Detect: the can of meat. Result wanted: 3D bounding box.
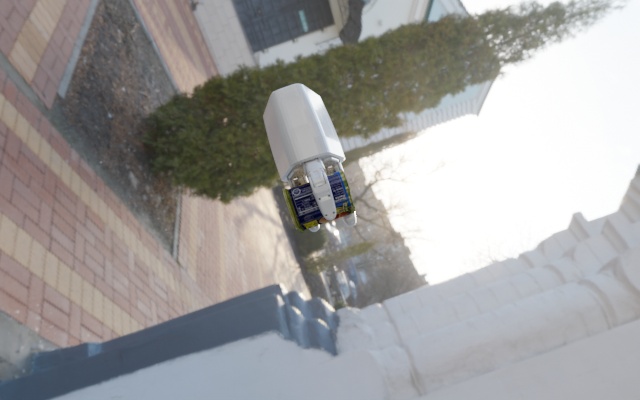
[{"bbox_3d":[0.000,0.002,0.658,0.084,0.057,0.102,-19,-9,0],"label":"can of meat"}]
